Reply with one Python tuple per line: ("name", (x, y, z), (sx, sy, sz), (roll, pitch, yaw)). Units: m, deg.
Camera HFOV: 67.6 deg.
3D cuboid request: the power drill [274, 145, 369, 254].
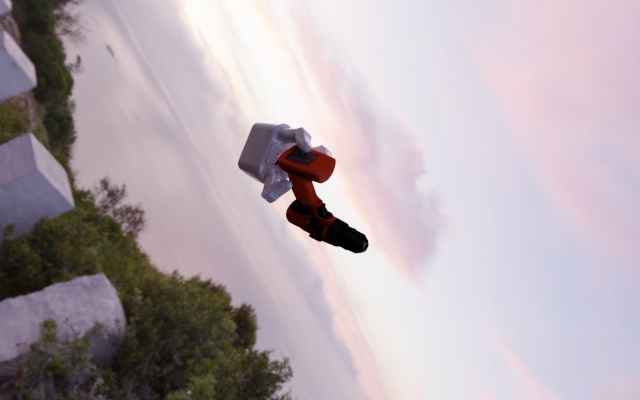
("power drill", (0.000, 0.002, 0.844), (0.184, 0.188, 0.057), (22, 51, 32))
